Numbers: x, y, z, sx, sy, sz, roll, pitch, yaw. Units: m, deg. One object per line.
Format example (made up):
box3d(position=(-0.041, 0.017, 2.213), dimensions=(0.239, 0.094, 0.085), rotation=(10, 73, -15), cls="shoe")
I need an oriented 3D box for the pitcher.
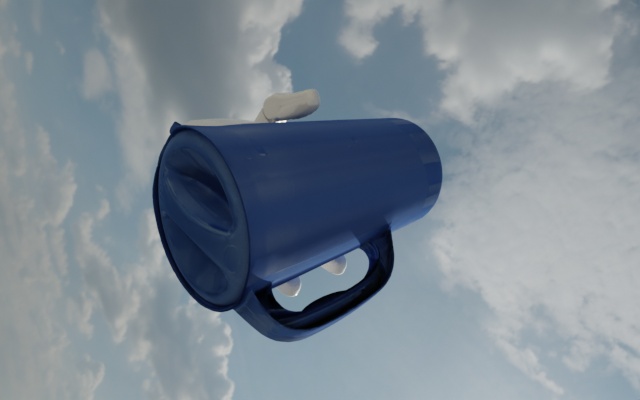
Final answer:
box3d(position=(0.000, 0.001, 0.405), dimensions=(0.243, 0.149, 0.145), rotation=(-15, 19, -41), cls="pitcher")
